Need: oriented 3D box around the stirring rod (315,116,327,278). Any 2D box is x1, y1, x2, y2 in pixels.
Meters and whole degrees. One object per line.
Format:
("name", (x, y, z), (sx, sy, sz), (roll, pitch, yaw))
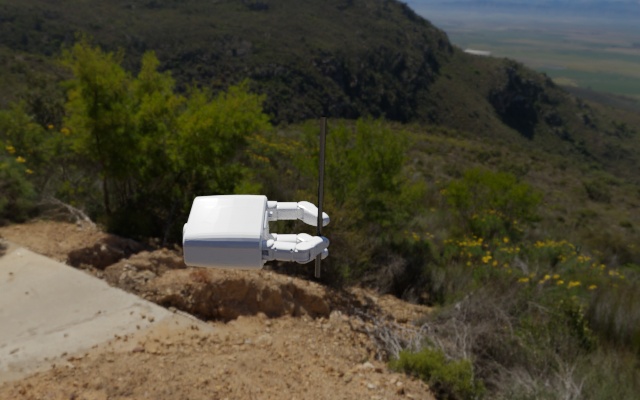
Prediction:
("stirring rod", (0.000, 0.002, 0.663), (0.011, 0.240, 0.011), (2, 23, -1))
